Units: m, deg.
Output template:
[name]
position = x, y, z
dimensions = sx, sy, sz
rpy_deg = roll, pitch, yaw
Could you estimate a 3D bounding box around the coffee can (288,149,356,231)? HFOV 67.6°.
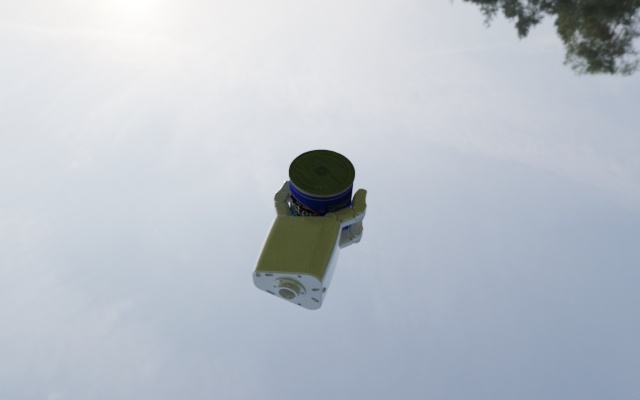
[coffee can]
position = 0.000, 0.002, 0.778
dimensions = 0.103, 0.102, 0.140
rpy_deg = 0, -44, -2
